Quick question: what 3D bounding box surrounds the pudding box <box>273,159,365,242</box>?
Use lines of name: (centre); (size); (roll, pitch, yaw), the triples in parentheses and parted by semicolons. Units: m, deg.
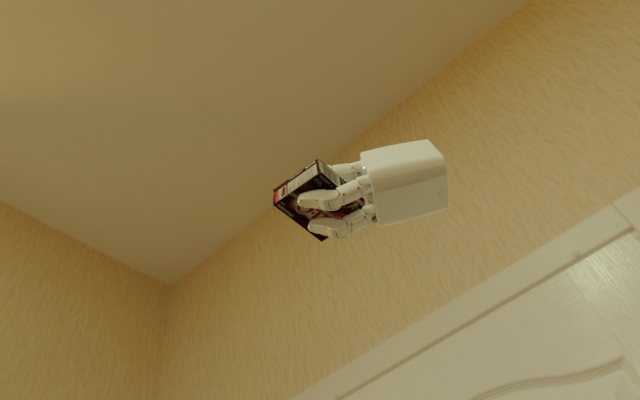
pudding box: (0.000, 0.002, 0.698); (0.090, 0.039, 0.113); (-34, -54, 22)
